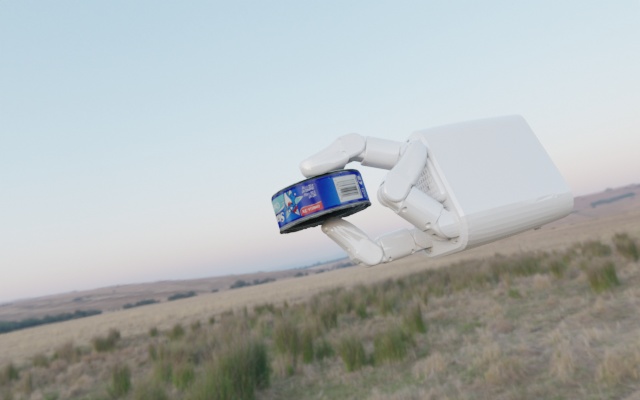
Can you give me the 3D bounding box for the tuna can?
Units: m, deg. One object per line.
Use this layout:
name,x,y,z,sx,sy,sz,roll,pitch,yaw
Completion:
tuna can,0.000,0.001,0.426,0.086,0.033,0.086,-17,-8,-2
